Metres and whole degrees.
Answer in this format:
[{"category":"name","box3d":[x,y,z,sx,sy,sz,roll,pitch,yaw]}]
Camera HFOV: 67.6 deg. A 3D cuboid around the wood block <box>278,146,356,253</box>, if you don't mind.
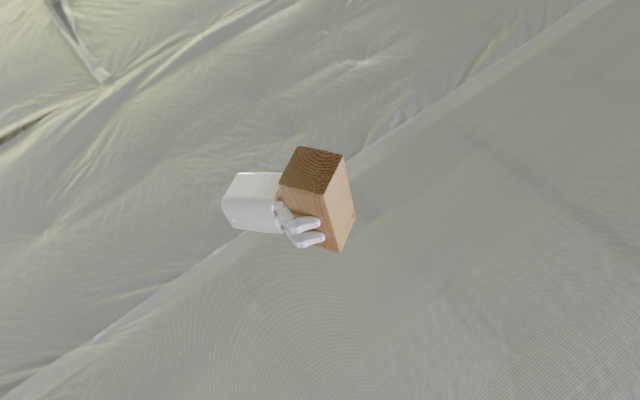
[{"category":"wood block","box3d":[0.000,0.003,0.899,0.090,0.090,0.206,14,-29,20]}]
